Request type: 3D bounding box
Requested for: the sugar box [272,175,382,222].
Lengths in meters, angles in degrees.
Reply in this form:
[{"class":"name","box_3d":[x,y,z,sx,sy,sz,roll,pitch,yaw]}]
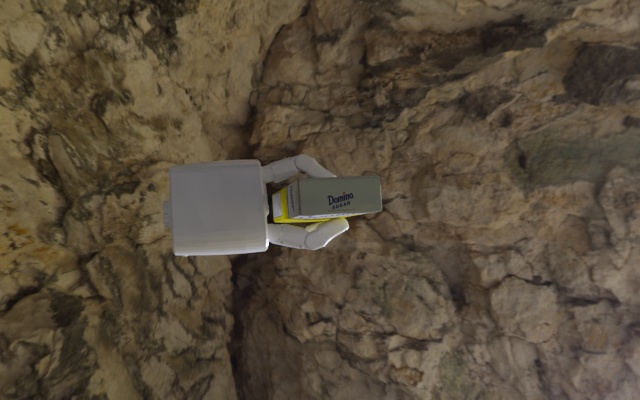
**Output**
[{"class":"sugar box","box_3d":[0.000,0.002,0.581,0.093,0.048,0.176,-3,-1,-14]}]
